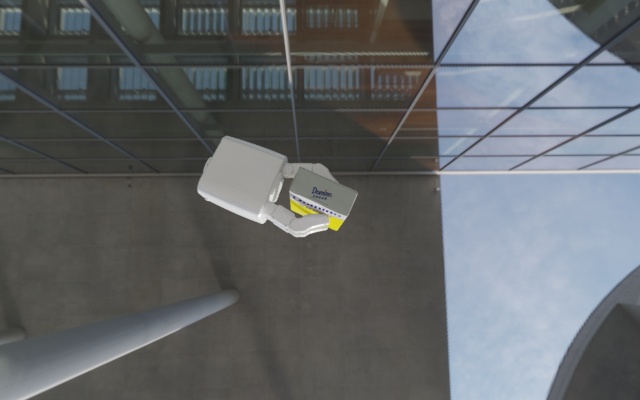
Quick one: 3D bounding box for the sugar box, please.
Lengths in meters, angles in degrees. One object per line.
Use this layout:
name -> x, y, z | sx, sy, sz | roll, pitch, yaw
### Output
sugar box -> 0.000, 0.003, 0.754 | 0.093, 0.048, 0.176 | 24, -8, 2
